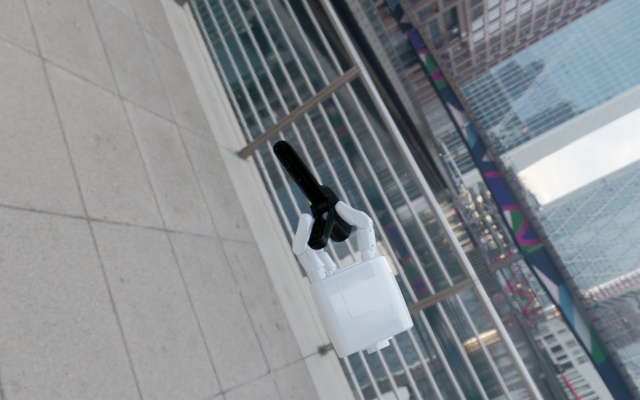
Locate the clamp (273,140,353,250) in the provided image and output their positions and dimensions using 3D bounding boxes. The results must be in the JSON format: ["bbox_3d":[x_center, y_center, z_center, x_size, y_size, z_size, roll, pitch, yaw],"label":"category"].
[{"bbox_3d":[0.001,0.002,0.710,0.036,0.164,0.210,-27,-16,14],"label":"clamp"}]
